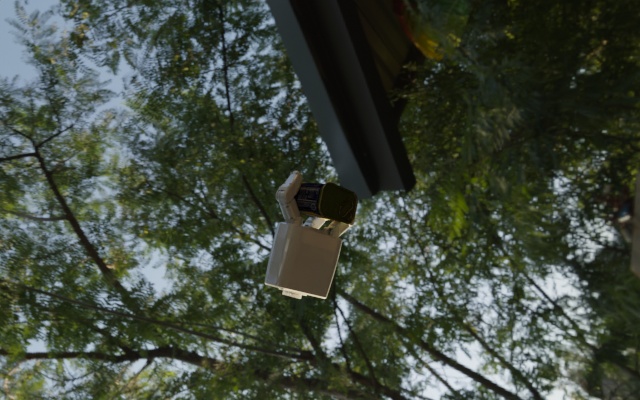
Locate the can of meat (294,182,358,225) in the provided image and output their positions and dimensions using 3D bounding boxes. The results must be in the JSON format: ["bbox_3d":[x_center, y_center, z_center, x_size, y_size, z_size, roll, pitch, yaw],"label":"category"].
[{"bbox_3d":[0.000,0.003,0.813,0.084,0.057,0.102,6,-9,39],"label":"can of meat"}]
